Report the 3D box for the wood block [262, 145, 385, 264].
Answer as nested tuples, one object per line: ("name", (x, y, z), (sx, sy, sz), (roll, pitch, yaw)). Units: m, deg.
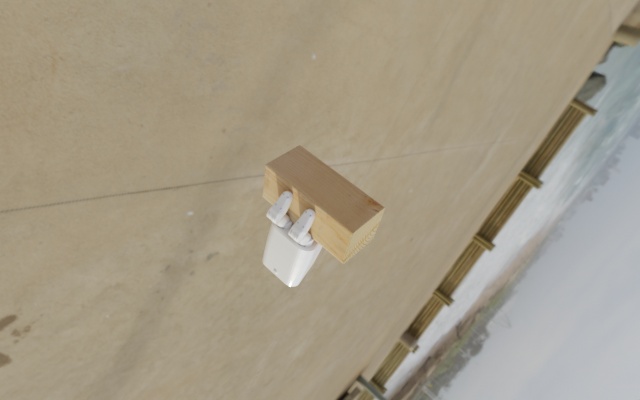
("wood block", (0.000, 0.003, 0.860), (0.206, 0.090, 0.090), (38, 50, 23))
